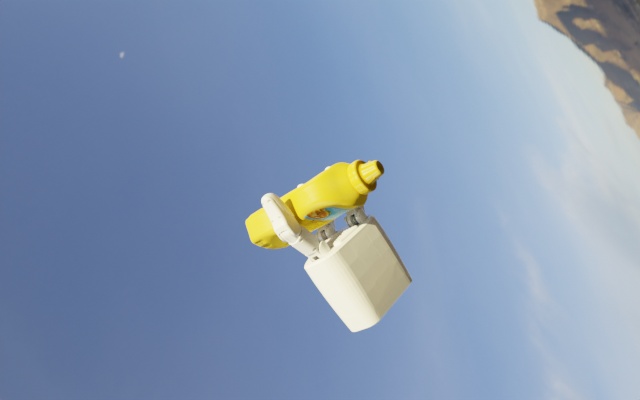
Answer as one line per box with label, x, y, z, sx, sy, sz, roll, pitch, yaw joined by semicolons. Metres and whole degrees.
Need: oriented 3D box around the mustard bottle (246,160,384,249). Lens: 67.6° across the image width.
mustard bottle;0.000;0.002;0.597;0.192;0.058;0.096;-30;-18;35
